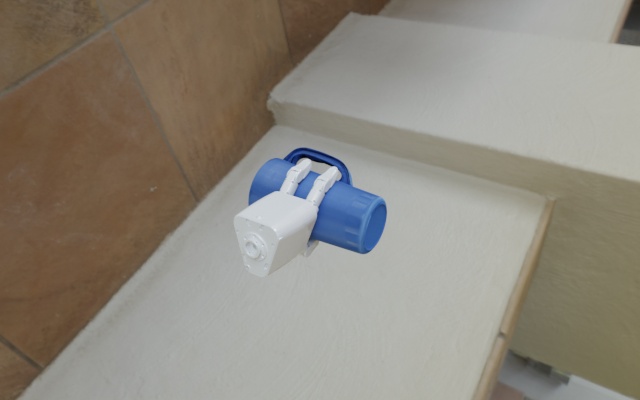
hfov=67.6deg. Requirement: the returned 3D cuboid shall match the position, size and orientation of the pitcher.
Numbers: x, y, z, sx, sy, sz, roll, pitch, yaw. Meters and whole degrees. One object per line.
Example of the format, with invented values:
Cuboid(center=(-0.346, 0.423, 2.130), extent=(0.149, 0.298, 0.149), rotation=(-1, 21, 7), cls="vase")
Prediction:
Cuboid(center=(0.000, 0.003, 0.896), extent=(0.243, 0.149, 0.145), rotation=(18, 29, 27), cls="pitcher")
